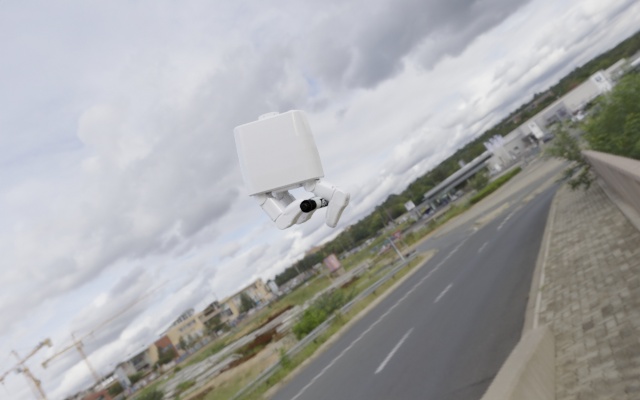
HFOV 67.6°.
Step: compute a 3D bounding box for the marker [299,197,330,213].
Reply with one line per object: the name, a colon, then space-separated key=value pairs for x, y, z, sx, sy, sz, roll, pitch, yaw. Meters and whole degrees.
marker: x=0.000 y=0.002 z=0.706 sx=0.020 sy=0.020 sz=0.121 roll=0 pitch=6 yaw=22
